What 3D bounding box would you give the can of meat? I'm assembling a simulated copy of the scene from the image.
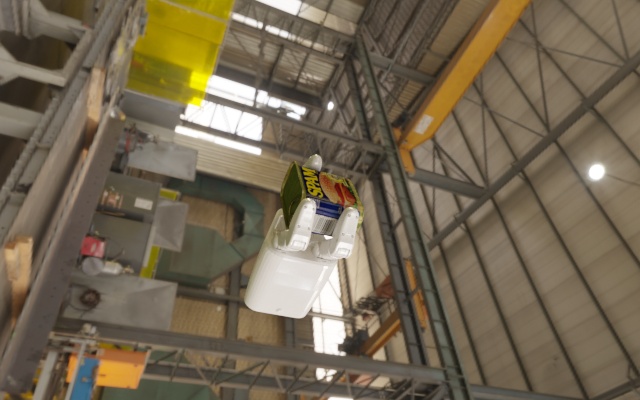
[{"bbox_3d":[0.000,0.002,0.609,0.084,0.057,0.102,14,28,-19],"label":"can of meat"}]
